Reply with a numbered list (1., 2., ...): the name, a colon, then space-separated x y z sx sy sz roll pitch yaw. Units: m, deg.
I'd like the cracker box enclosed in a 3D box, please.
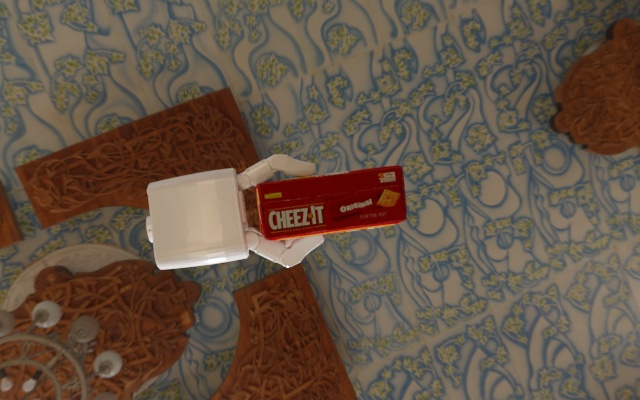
1. cracker box: 0.000 0.002 0.622 0.164 0.072 0.213 -8 3 -8
